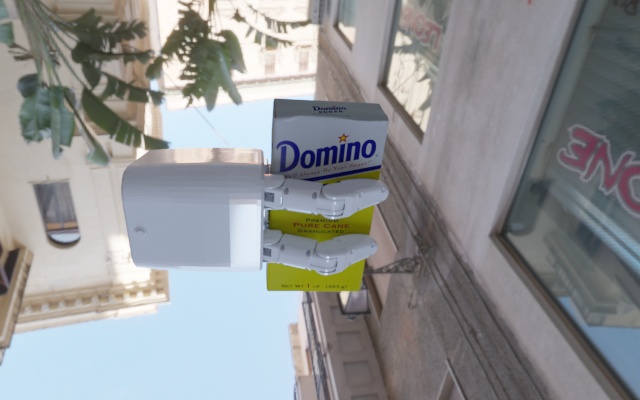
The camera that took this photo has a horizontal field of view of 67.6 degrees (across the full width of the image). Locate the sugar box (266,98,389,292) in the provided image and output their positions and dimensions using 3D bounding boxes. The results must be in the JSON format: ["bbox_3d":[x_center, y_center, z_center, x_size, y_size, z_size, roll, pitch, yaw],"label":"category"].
[{"bbox_3d":[0.000,0.002,0.425,0.093,0.176,0.048,1,32,-8],"label":"sugar box"}]
